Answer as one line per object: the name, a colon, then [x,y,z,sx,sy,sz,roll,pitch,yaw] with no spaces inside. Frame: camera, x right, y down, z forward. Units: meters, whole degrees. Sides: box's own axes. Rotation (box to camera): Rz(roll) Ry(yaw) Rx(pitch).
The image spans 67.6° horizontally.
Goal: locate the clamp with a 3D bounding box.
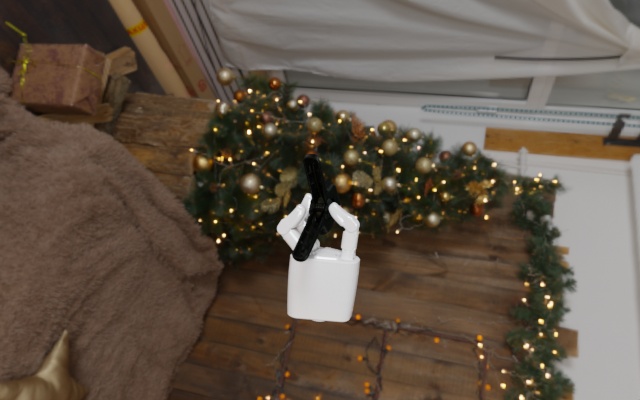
clamp: [0.001,0.003,0.805,0.036,0.164,0.210,8,8,14]
